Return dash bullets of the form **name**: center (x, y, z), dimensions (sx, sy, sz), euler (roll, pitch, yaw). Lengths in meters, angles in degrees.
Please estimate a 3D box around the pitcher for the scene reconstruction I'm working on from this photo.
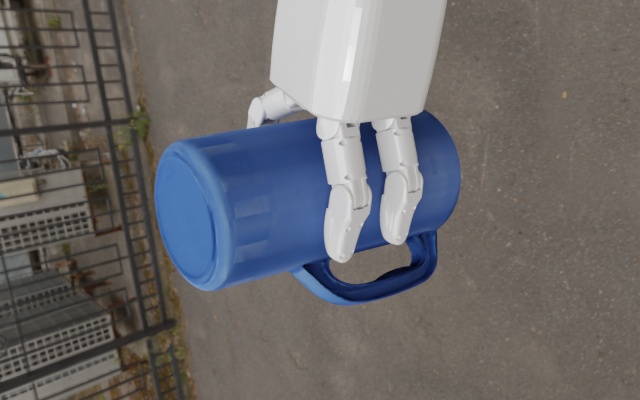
- **pitcher**: center (0.000, 0.001, 0.400), dimensions (0.243, 0.145, 0.149), euler (-14, 36, -39)
